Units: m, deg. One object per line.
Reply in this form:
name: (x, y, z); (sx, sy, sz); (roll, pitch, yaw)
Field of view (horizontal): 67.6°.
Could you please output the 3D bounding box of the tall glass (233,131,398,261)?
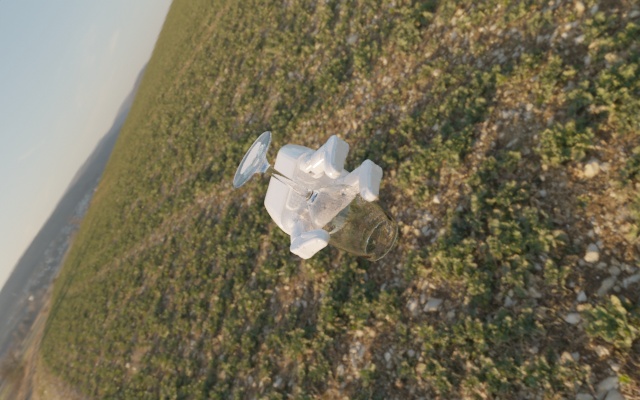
tall glass: (0.000, 0.002, 0.575); (0.201, 0.079, 0.079); (32, -14, -23)
